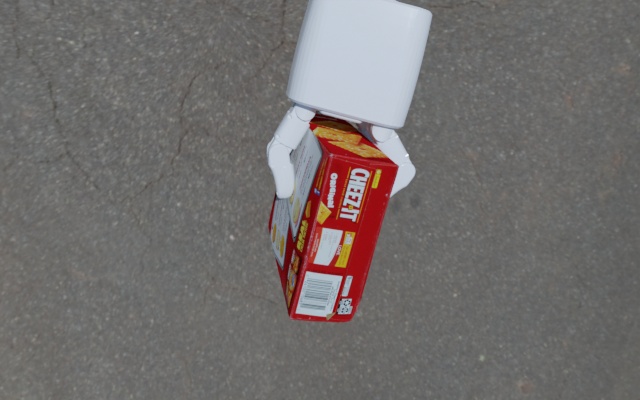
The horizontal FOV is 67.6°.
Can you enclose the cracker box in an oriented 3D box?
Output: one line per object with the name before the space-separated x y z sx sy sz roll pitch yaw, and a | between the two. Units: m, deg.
cracker box | 0.000 0.002 0.515 0.072 0.164 0.213 9 19 -15
